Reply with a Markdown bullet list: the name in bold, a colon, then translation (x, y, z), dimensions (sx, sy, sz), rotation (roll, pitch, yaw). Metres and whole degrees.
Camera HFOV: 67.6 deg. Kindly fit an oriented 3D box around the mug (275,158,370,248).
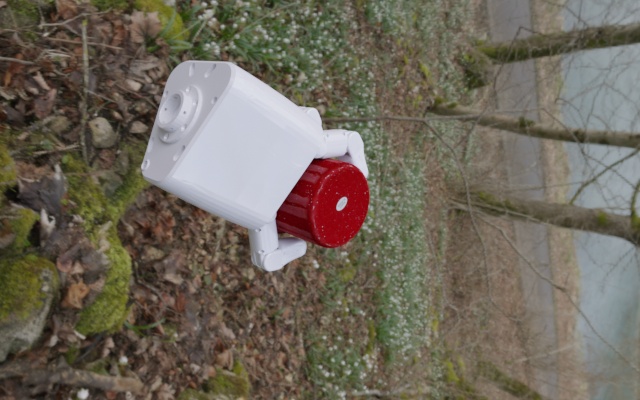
- **mug**: translation (0.001, 0.002, 0.473), dimensions (0.081, 0.093, 0.117), rotation (17, -8, 43)
